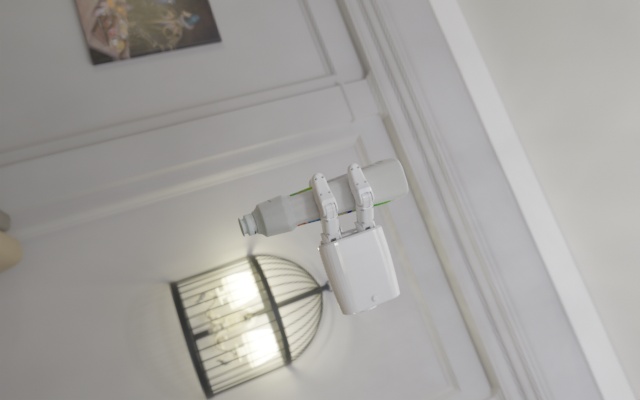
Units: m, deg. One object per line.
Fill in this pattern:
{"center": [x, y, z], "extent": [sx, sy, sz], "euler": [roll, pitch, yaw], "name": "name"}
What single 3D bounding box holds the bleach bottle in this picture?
{"center": [0.000, 0.002, 0.717], "extent": [0.251, 0.068, 0.102], "euler": [-18, 0, -17], "name": "bleach bottle"}
